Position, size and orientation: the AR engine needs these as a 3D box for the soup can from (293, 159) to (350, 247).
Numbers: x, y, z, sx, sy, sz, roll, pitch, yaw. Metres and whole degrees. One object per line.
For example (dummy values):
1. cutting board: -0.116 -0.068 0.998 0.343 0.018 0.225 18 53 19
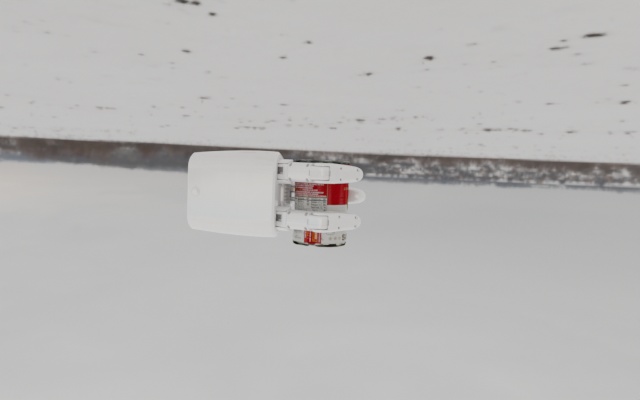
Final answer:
1. soup can: 0.001 0.002 0.582 0.068 0.102 0.068 2 3 0
